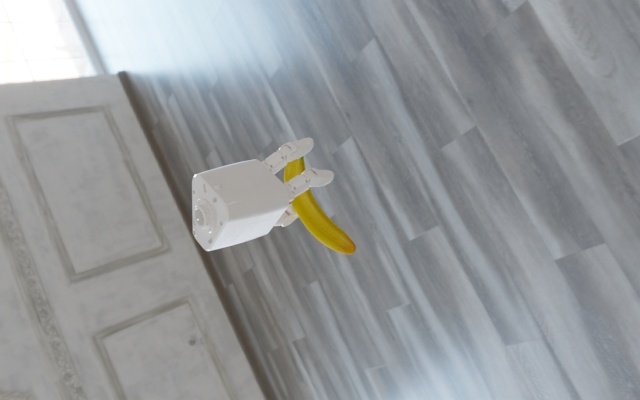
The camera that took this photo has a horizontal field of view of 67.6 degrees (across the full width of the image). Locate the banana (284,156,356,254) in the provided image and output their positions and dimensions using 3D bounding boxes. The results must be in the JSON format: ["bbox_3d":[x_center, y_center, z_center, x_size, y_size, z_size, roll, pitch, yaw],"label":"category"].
[{"bbox_3d":[-0.012,0.008,0.764,0.037,0.197,0.070,-15,-17,-43],"label":"banana"}]
